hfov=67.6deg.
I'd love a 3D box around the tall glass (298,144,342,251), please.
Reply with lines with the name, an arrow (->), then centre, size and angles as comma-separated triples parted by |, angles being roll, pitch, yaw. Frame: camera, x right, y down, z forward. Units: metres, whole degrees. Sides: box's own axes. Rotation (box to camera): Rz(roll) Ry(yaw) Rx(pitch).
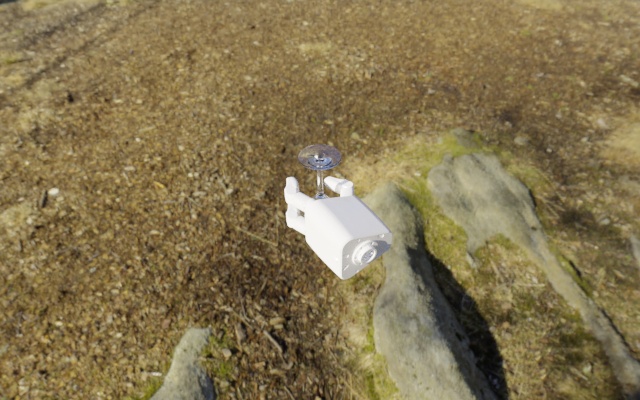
tall glass -> 0.000, 0.002, 0.867 | 0.079, 0.201, 0.079 | -1, 40, 0
